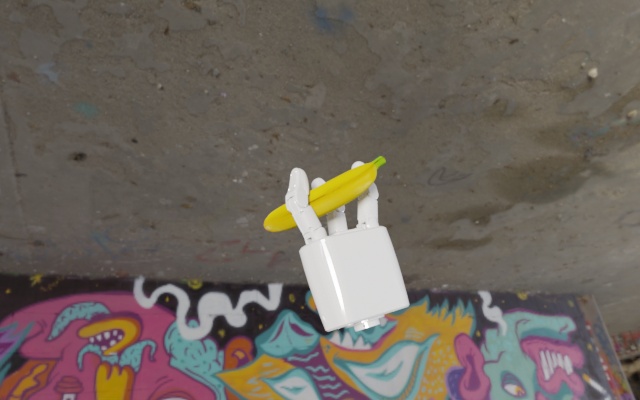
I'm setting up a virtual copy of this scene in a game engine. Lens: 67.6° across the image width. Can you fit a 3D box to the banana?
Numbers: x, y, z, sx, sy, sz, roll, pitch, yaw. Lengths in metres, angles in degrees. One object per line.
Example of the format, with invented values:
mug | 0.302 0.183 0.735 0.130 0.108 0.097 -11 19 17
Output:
banana | -0.003 0.003 0.627 0.198 0.037 0.069 -27 -2 19
